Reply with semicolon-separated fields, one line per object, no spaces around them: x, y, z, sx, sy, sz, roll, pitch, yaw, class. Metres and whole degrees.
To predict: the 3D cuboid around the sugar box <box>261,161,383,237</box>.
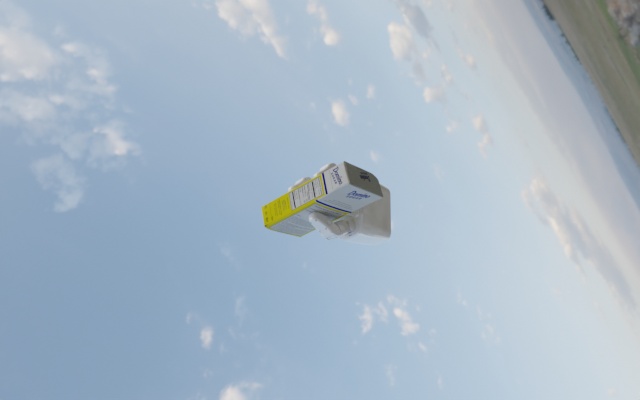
0.000;0.002;0.758;0.176;0.048;0.093;-29;-29;30;sugar box
